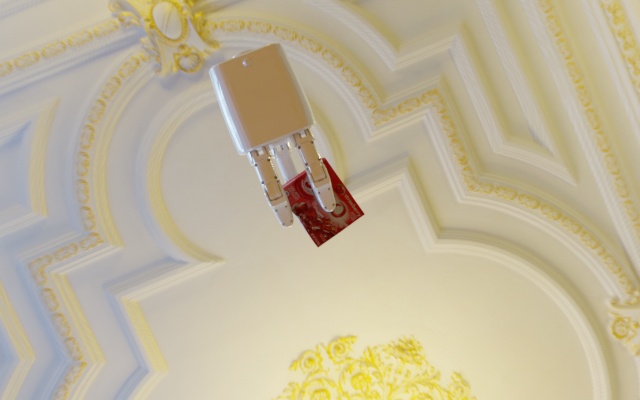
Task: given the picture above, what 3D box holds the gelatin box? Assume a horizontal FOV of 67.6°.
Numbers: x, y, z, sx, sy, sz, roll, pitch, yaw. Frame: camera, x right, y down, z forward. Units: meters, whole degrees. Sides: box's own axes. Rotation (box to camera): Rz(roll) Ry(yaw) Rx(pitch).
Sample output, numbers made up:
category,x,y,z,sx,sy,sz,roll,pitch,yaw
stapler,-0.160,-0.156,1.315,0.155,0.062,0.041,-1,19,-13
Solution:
category,x,y,z,sx,sy,sz,roll,pitch,yaw
gelatin box,0.000,0.002,0.599,0.073,0.089,0.030,-35,10,-2
